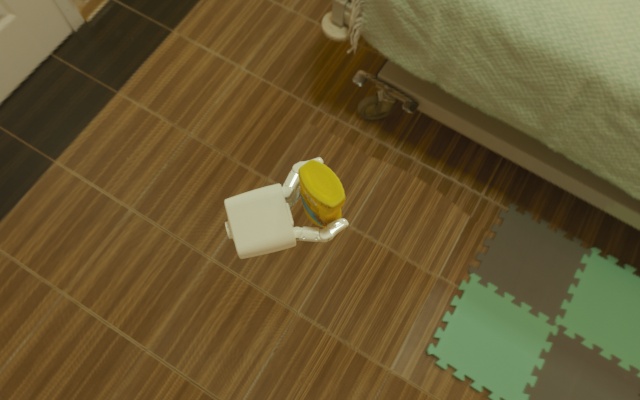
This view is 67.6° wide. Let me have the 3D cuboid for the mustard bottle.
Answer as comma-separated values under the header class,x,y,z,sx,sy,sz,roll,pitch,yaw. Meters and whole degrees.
class,x,y,z,sx,sy,sz,roll,pitch,yaw
mustard bottle,0.000,0.003,0.895,0.058,0.096,0.192,-38,-16,-14
